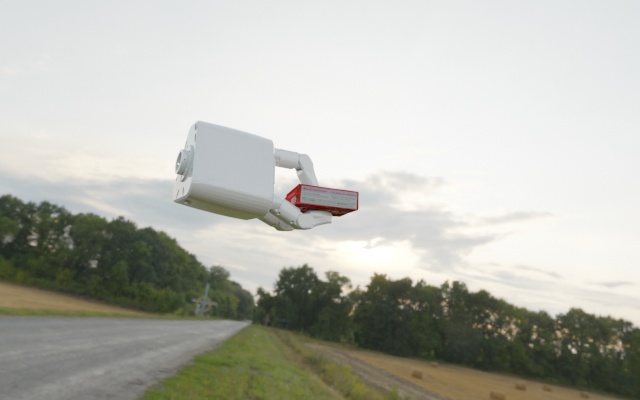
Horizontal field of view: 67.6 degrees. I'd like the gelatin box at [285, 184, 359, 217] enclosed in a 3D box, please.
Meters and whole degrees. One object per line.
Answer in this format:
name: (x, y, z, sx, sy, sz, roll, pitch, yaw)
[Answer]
gelatin box: (0.000, 0.002, 0.675, 0.089, 0.030, 0.073, 6, -11, -17)
